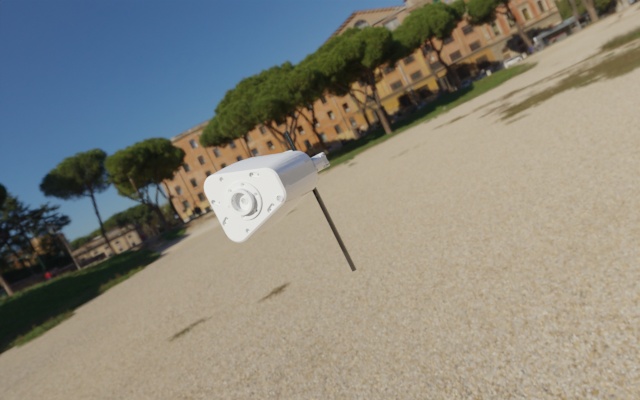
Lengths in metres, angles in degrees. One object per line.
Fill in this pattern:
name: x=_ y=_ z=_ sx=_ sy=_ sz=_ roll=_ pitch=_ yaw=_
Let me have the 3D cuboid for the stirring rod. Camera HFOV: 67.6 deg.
stirring rod: x=0.000 y=0.003 z=0.741 sx=0.011 sy=0.239 sz=0.011 roll=-26 pitch=5 yaw=2
